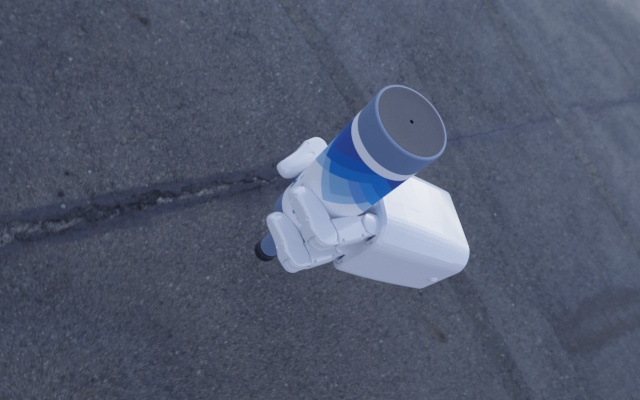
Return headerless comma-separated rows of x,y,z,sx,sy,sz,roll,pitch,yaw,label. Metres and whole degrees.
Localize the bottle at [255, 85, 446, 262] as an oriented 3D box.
0.000,0.001,0.472,0.069,0.069,0.296,0,-24,-31,bottle
